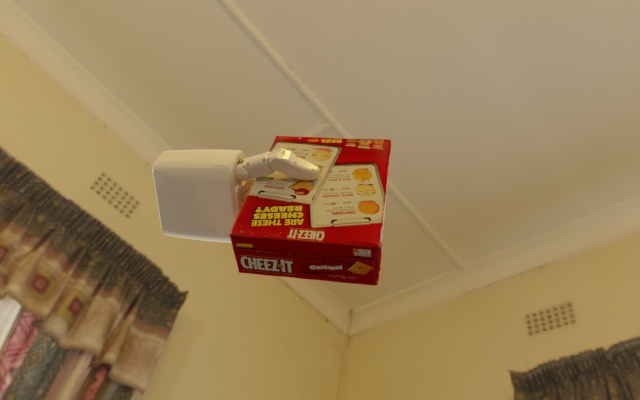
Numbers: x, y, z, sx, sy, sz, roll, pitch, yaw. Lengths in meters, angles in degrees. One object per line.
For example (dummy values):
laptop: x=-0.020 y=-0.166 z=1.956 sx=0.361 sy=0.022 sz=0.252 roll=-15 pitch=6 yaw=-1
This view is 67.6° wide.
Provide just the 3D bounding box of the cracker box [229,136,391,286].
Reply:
cracker box: x=0.000 y=0.002 z=0.598 sx=0.164 sy=0.072 sz=0.213 roll=4 pitch=39 yaw=9
